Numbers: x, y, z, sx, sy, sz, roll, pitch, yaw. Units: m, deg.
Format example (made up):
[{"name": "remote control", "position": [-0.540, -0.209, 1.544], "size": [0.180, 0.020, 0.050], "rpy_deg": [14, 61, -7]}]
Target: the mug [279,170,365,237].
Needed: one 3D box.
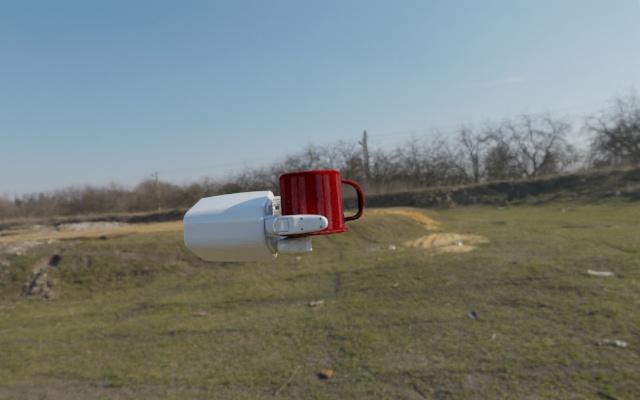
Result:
[{"name": "mug", "position": [0.002, 0.002, 0.634], "size": [0.117, 0.081, 0.093], "rpy_deg": [-5, 0, 0]}]
